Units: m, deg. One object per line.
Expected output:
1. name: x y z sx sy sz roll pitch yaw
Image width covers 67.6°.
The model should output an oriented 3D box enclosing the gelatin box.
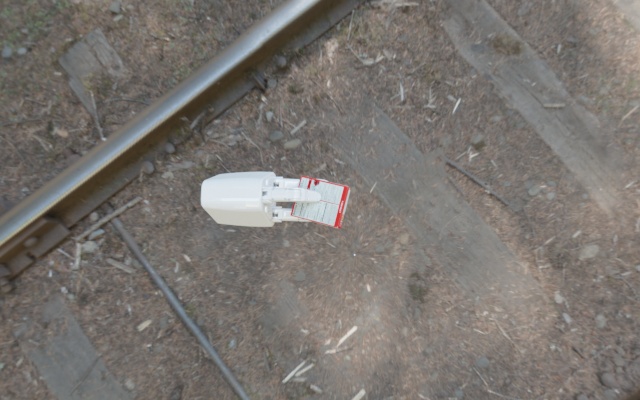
1. gelatin box: 0.000 0.003 0.825 0.089 0.073 0.030 14 -3 13
